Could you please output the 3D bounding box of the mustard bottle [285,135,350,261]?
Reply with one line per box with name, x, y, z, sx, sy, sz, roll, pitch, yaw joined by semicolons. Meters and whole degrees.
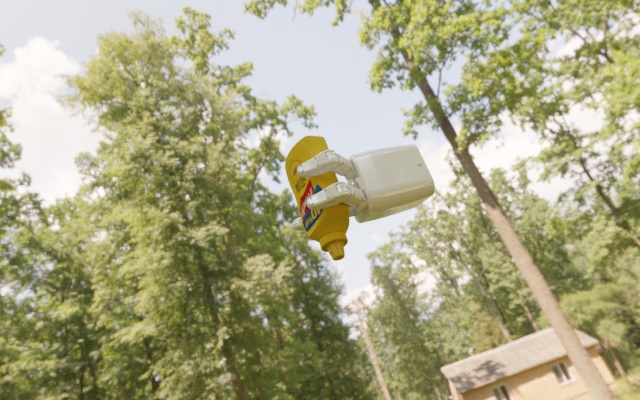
mustard bottle;0.000;0.002;0.719;0.058;0.191;0.096;0;-34;-31
